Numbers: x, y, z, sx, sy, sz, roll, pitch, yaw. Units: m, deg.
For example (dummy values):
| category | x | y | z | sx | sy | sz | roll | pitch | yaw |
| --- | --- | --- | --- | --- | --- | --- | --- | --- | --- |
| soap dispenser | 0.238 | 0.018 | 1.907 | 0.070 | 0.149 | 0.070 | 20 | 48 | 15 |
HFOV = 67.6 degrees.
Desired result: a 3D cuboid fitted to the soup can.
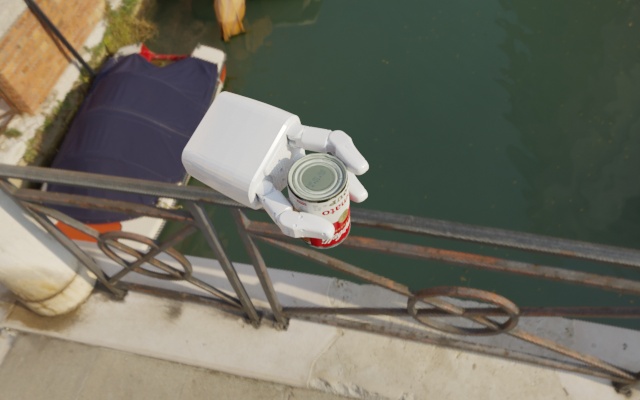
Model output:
| category | x | y | z | sx | sy | sz | roll | pitch | yaw |
| --- | --- | --- | --- | --- | --- | --- | --- | --- | --- |
| soup can | 0.000 | 0.002 | 0.552 | 0.068 | 0.068 | 0.102 | 0 | -34 | 5 |
